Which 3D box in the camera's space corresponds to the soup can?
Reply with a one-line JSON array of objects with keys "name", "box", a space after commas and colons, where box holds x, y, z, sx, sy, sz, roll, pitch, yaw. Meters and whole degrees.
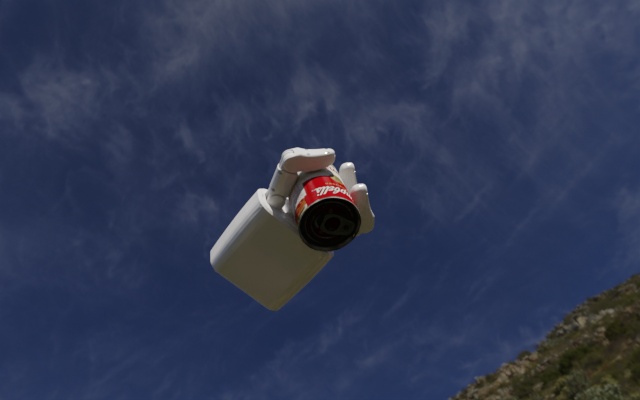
[{"name": "soup can", "box": [0.000, 0.001, 0.545, 0.068, 0.068, 0.102, 0, 29, -13]}]
